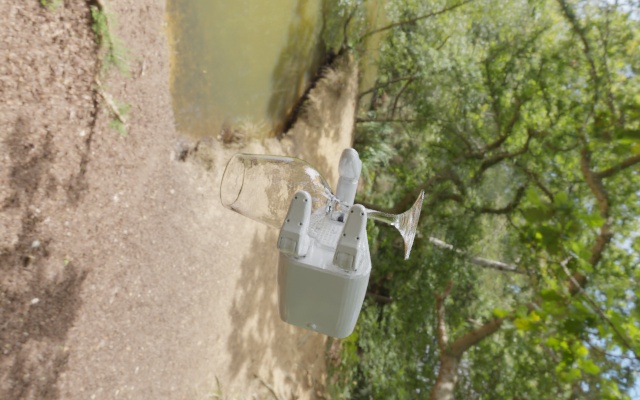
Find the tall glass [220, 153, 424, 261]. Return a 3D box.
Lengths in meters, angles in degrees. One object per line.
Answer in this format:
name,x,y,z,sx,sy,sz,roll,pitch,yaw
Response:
tall glass,0.001,0.002,0.498,0.201,0.079,0.079,14,2,9
